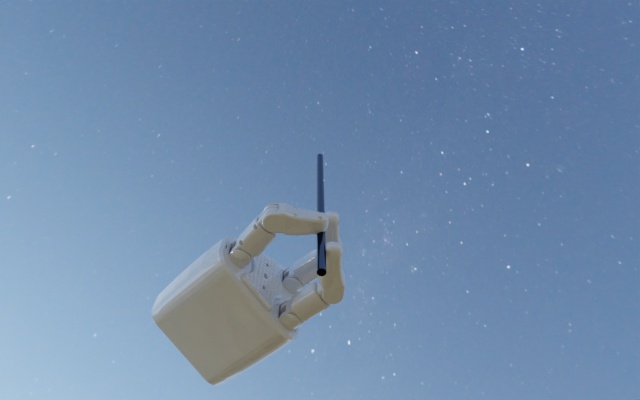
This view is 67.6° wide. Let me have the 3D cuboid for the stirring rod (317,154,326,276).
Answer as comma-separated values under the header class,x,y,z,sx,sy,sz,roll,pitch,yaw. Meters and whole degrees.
class,x,y,z,sx,sy,sz,roll,pitch,yaw
stirring rod,0.000,0.002,0.491,0.011,0.011,0.239,0,28,0
